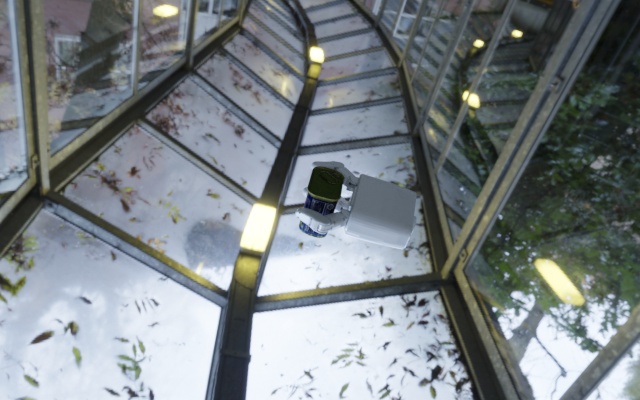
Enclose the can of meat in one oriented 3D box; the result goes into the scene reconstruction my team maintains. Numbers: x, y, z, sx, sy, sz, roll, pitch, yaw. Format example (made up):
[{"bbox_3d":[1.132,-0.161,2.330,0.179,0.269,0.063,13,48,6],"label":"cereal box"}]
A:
[{"bbox_3d":[0.000,0.003,0.825,0.057,0.084,0.102,15,32,-2],"label":"can of meat"}]
